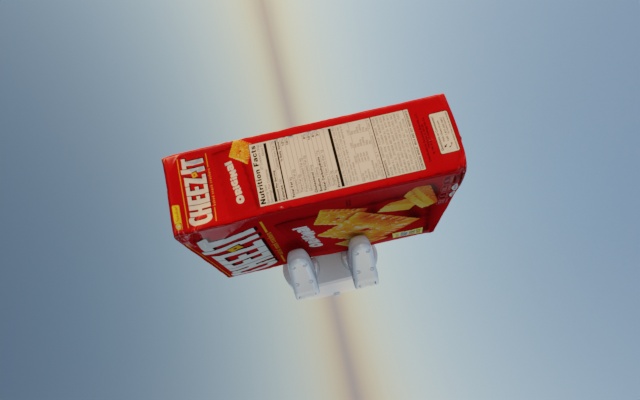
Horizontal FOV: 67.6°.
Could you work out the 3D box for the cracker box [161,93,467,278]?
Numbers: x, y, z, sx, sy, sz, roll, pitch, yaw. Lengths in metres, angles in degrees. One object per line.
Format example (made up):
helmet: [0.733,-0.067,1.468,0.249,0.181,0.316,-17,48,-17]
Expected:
cracker box: [0.000,0.001,0.409,0.213,0.072,0.164,-13,-20,-1]
